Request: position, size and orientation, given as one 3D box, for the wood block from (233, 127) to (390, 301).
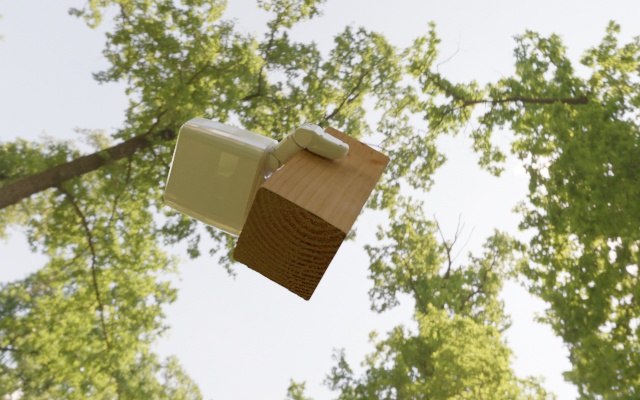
[{"bbox_3d":[0.000,0.001,0.524,0.090,0.091,0.206,29,30,5],"label":"wood block"}]
